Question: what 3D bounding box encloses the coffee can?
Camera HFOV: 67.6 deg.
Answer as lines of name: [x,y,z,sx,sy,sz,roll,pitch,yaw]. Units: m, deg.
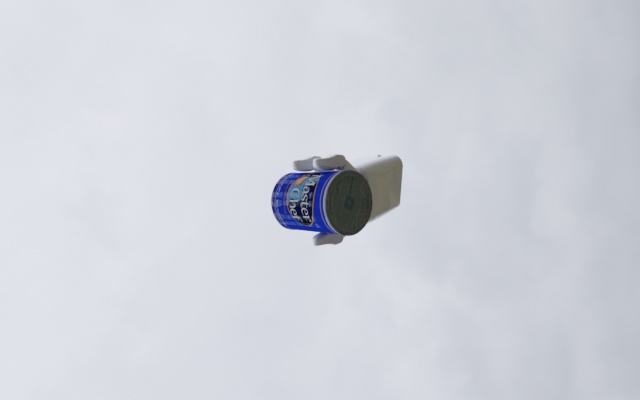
coffee can: [0.000,0.003,0.789,0.103,0.103,0.140,0,1,-41]
